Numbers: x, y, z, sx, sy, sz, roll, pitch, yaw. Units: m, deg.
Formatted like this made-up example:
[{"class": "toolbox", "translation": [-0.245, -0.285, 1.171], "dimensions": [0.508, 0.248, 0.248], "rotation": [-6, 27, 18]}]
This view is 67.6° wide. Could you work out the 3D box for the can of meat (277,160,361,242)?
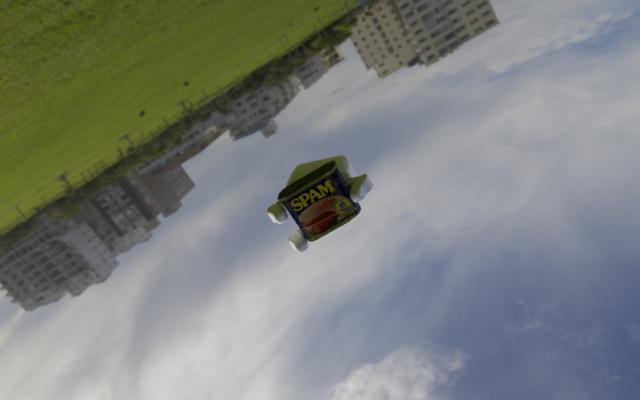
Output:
[{"class": "can of meat", "translation": [0.000, 0.003, 0.724], "dimensions": [0.102, 0.084, 0.057], "rotation": [-30, 17, 10]}]
